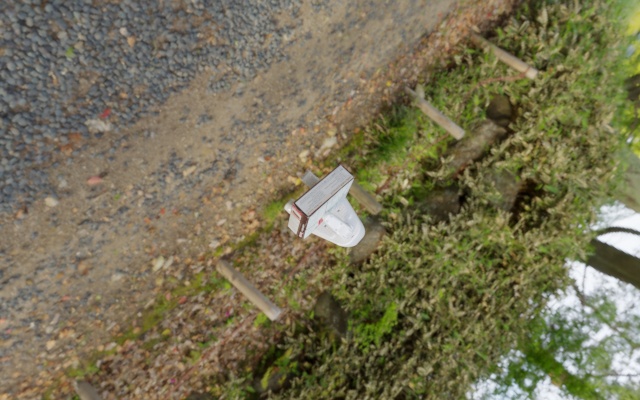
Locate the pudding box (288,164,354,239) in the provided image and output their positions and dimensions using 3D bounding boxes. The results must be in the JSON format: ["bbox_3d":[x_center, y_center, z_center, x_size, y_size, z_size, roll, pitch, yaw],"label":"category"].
[{"bbox_3d":[0.000,0.003,0.787,0.113,0.039,0.090,-43,-15,-26],"label":"pudding box"}]
